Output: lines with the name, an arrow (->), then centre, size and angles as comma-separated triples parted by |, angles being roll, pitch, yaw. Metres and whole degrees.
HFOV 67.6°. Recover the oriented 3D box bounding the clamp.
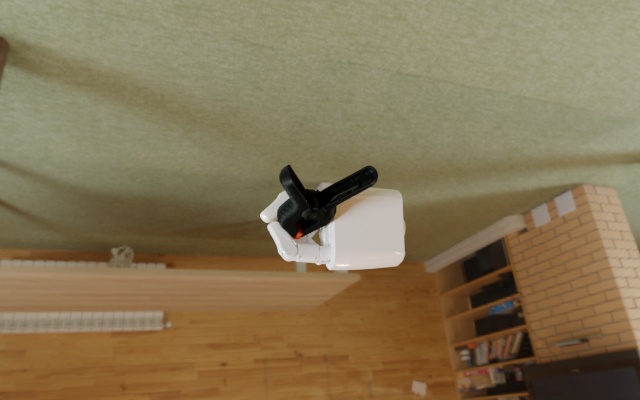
clamp -> 0.000, 0.003, 0.611 | 0.120, 0.039, 0.171 | 0, -25, -11
